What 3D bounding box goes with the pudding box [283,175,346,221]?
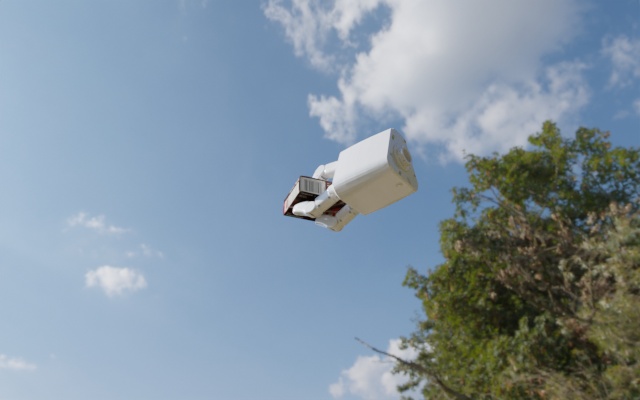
[{"bbox_3d":[0.000,0.003,0.853,0.113,0.039,0.090,14,-35,-17],"label":"pudding box"}]
